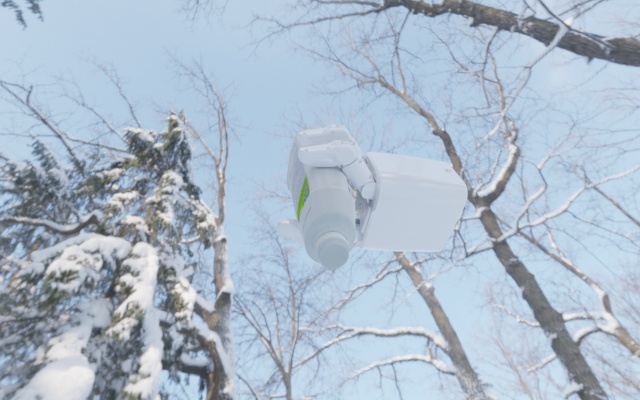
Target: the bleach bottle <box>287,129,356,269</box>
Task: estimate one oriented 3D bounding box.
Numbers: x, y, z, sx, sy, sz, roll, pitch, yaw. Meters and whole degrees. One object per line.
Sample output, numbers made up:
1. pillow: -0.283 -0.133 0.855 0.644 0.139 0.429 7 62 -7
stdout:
1. bleach bottle: 0.000 0.002 0.550 0.068 0.103 0.250 5 27 -8
